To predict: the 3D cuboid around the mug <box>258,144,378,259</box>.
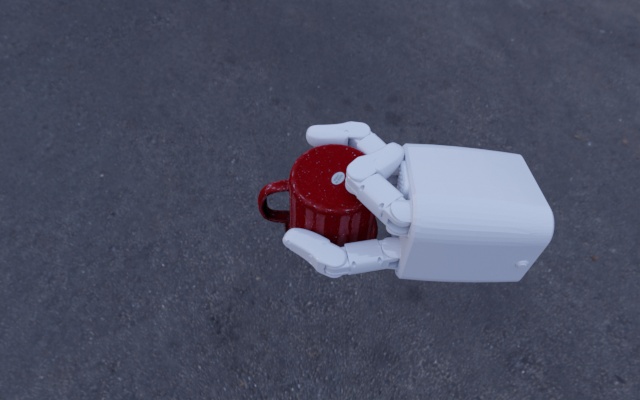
[{"bbox_3d":[-0.001,0.001,0.446,0.117,0.093,0.082,3,-37,0],"label":"mug"}]
